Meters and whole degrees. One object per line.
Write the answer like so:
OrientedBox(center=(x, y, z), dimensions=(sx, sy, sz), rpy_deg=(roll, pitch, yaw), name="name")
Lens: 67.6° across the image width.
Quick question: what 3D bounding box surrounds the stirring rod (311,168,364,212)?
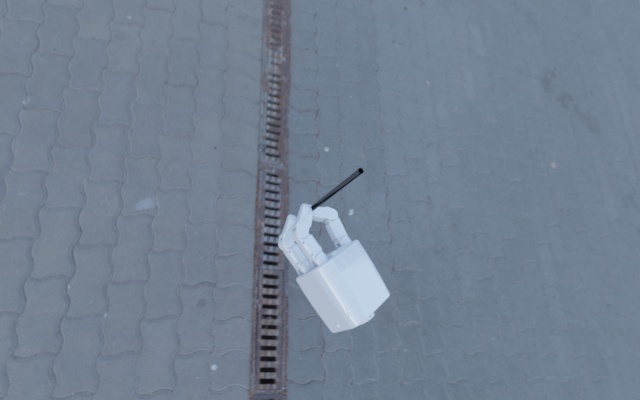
OrientedBox(center=(0.000, 0.002, 0.716), dimensions=(0.011, 0.011, 0.240), rpy_deg=(0, -20, -27), name="stirring rod")
